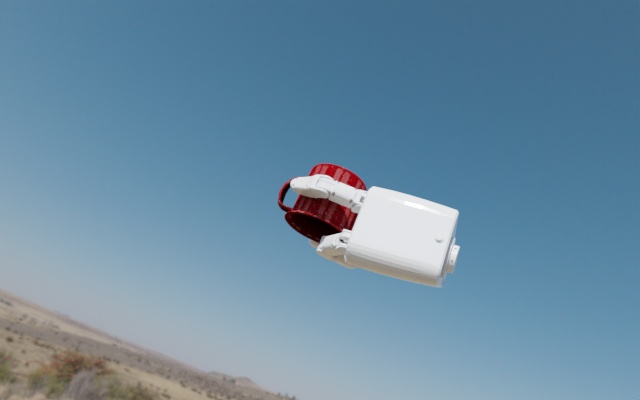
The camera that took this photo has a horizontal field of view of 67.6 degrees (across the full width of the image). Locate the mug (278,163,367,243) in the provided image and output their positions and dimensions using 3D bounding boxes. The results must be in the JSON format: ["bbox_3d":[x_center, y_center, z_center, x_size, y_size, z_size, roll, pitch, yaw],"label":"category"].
[{"bbox_3d":[-0.001,0.002,0.637,0.117,0.081,0.093,16,-24,20],"label":"mug"}]
